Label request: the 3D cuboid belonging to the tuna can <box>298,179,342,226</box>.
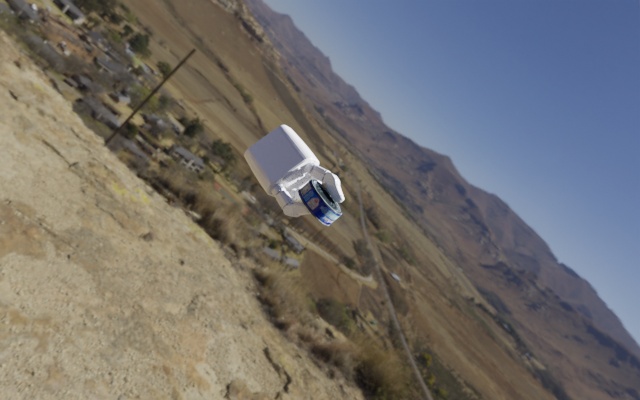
[{"bbox_3d":[0.001,0.003,0.863,0.034,0.086,0.086,-40,-11,13],"label":"tuna can"}]
